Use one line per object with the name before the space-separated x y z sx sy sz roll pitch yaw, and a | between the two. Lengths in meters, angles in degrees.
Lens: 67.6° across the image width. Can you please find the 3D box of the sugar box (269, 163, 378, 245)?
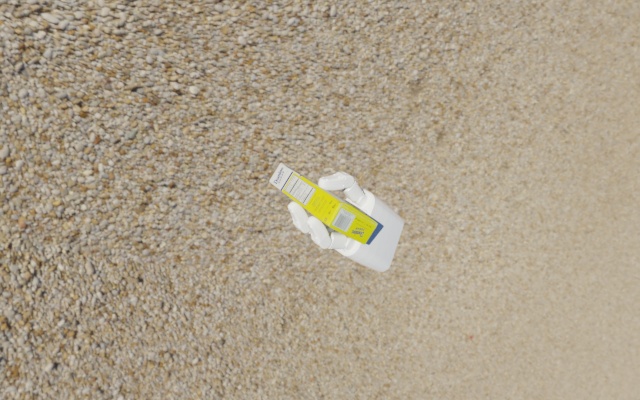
sugar box | 0.000 0.003 0.763 0.093 0.048 0.176 30 0 -42
